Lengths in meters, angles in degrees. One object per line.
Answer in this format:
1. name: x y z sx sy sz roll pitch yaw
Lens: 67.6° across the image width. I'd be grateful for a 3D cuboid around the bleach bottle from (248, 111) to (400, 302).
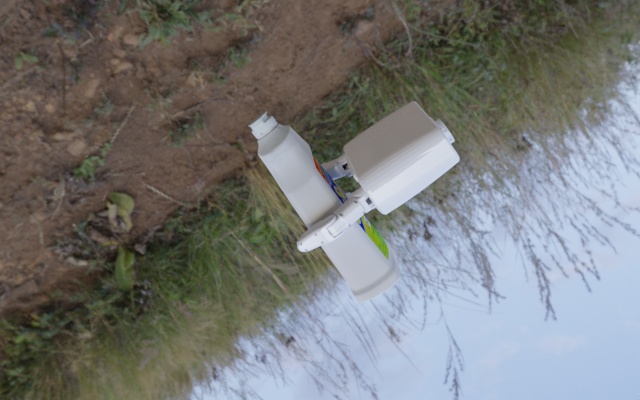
1. bleach bottle: 0.000 0.002 0.586 0.068 0.251 0.102 -34 17 13
